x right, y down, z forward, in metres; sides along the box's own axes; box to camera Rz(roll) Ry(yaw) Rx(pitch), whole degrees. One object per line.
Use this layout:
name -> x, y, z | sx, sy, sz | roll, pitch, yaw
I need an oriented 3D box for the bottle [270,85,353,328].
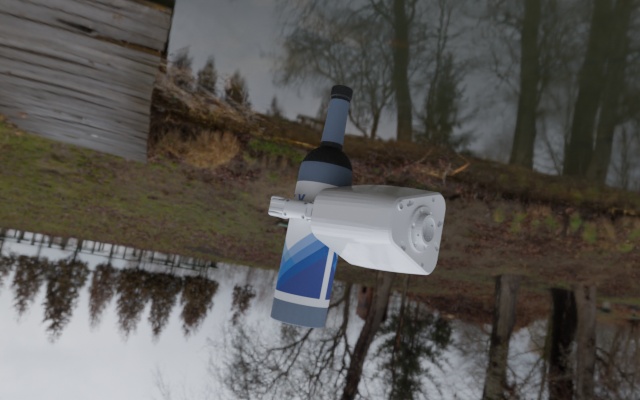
bottle -> 0.000, 0.002, 0.589 | 0.069, 0.295, 0.069 | 11, -7, 1
